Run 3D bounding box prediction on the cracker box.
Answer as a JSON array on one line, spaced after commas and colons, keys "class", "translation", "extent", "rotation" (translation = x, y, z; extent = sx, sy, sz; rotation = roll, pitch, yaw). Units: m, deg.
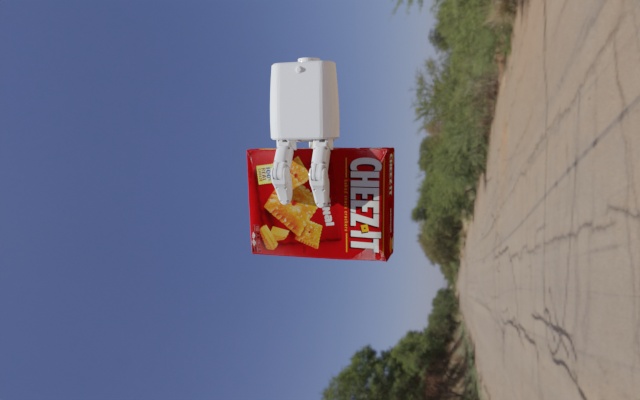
[{"class": "cracker box", "translation": [0.000, 0.002, 0.717], "extent": [0.213, 0.164, 0.072], "rotation": [2, 8, 16]}]
